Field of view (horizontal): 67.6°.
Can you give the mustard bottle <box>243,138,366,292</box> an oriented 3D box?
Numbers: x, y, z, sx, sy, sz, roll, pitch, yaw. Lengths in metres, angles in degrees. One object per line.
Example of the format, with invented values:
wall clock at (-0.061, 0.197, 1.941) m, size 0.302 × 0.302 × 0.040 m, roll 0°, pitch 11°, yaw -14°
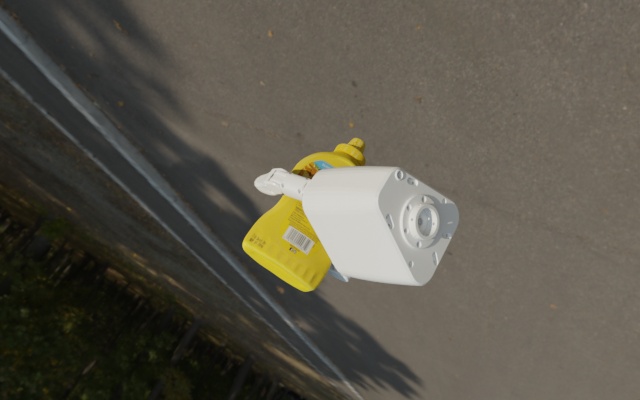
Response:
mustard bottle at (0.000, 0.002, 0.555) m, size 0.096 × 0.191 × 0.058 m, roll 35°, pitch -22°, yaw -5°
